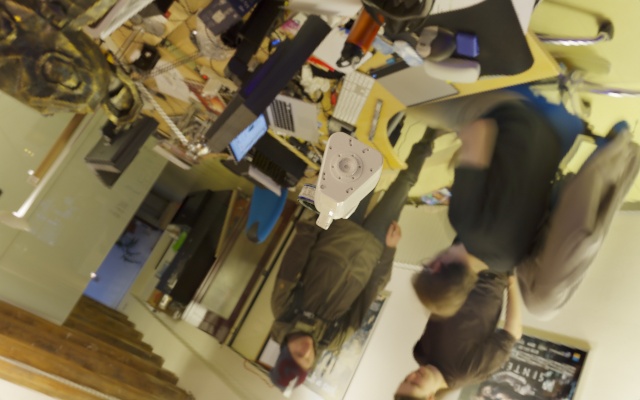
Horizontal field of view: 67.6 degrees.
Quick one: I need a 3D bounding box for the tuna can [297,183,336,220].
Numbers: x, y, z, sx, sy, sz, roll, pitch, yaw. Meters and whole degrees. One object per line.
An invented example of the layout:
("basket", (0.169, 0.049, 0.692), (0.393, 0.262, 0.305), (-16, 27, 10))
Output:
("tuna can", (0.000, 0.003, 0.895), (0.086, 0.033, 0.086), (26, -10, 5))
